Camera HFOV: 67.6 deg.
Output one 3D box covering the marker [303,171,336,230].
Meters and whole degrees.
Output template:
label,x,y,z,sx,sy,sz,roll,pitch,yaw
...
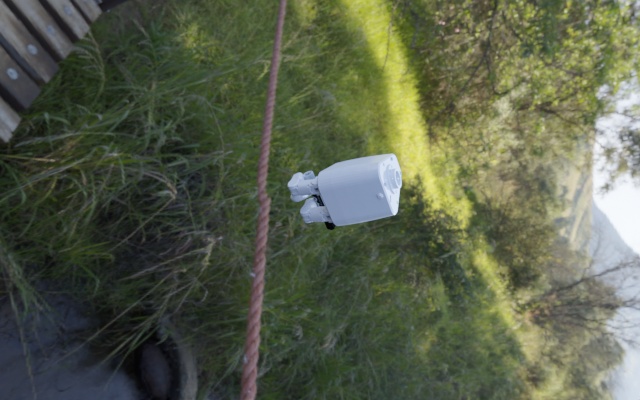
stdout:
label,x,y,z,sx,sy,sz,roll,pitch,yaw
marker,0.000,0.003,0.852,0.020,0.121,0.020,-19,27,10
